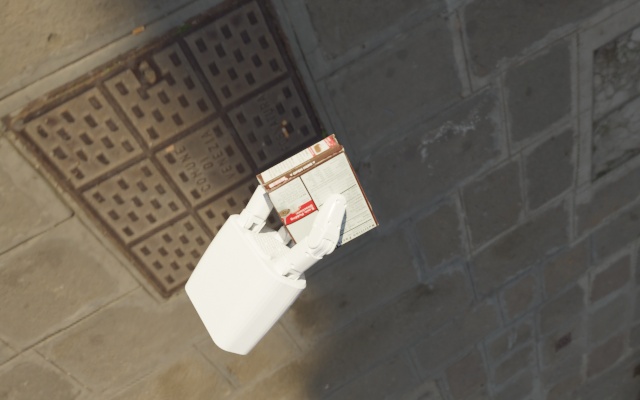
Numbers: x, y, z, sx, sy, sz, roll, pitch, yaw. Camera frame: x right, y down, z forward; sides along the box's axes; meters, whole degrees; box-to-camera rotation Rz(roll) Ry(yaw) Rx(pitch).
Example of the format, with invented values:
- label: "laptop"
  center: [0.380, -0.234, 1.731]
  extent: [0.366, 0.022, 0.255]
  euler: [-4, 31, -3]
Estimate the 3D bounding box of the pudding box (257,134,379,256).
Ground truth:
- label: "pudding box"
  center: [0.000, 0.002, 0.498]
  extent: [0.090, 0.114, 0.039]
  euler: [-29, 38, -2]
